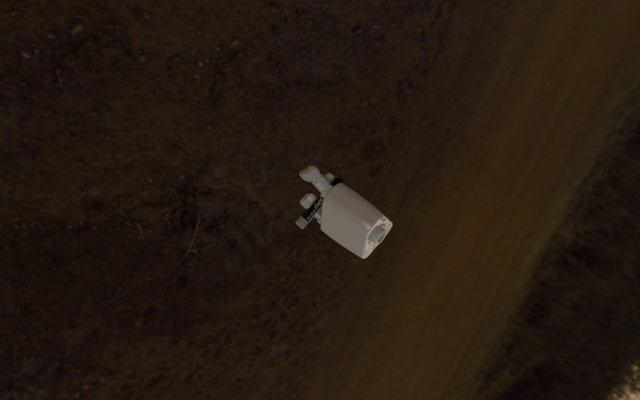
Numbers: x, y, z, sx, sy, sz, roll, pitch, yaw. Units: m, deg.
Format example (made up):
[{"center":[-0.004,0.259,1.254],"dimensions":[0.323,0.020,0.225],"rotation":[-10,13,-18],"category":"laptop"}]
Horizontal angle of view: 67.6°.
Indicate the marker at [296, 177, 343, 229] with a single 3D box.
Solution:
[{"center":[0.000,0.003,0.892],"dimensions":[0.020,0.121,0.020],"rotation":[39,-14,12],"category":"marker"}]
